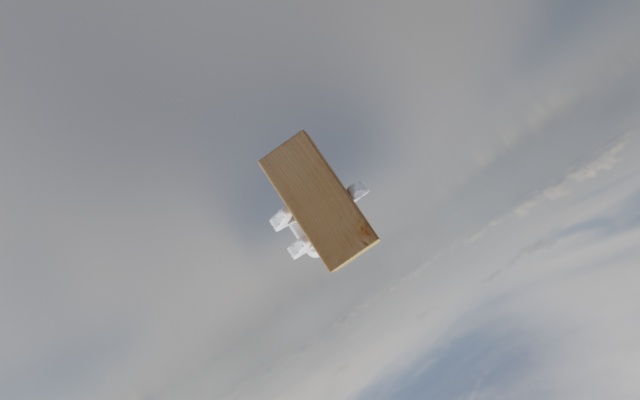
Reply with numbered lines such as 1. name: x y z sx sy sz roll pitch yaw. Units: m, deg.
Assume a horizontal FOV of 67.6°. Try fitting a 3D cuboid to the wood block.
1. wood block: 0.001 0.002 0.763 0.091 0.206 0.090 -35 -10 4
